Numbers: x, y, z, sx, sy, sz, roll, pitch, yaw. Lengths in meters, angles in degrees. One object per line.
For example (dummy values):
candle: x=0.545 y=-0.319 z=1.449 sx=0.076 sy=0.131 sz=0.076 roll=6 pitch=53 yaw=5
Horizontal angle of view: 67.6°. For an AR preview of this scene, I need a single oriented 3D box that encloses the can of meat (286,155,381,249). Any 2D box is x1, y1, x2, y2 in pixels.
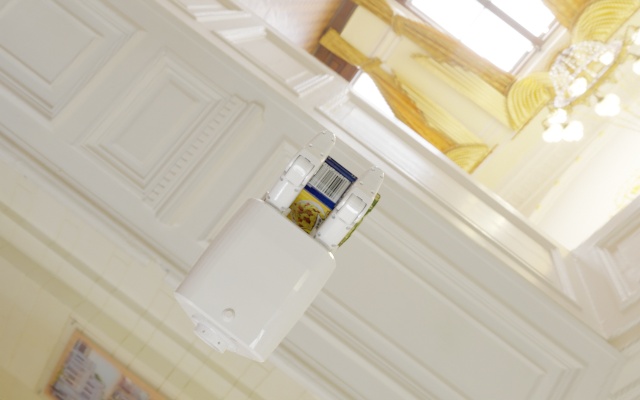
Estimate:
can of meat: x=0.000 y=0.002 z=0.473 sx=0.084 sy=0.057 sz=0.102 roll=38 pitch=-30 yaw=0
